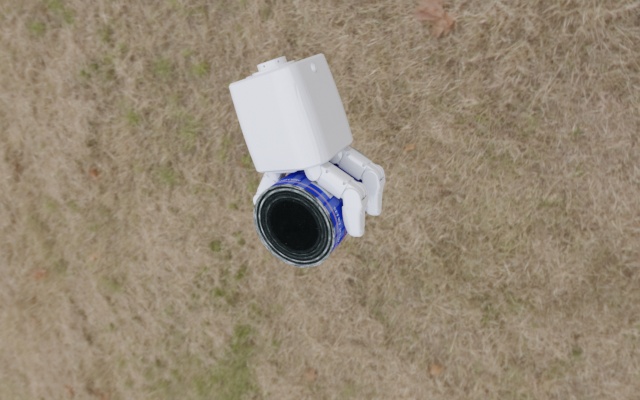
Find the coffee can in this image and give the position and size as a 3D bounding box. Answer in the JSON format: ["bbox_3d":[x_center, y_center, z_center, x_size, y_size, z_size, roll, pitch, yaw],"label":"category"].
[{"bbox_3d":[0.000,0.002,0.579,0.103,0.103,0.140,0,24,29],"label":"coffee can"}]
